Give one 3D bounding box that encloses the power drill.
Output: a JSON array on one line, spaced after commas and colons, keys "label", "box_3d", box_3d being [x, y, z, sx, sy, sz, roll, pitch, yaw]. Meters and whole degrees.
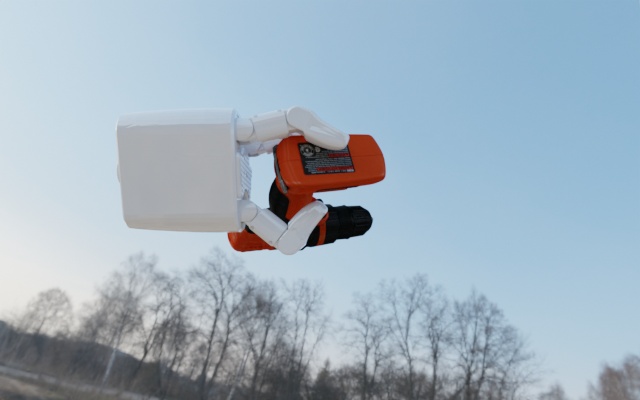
[{"label": "power drill", "box_3d": [0.000, 0.001, 0.523, 0.184, 0.057, 0.188, -6, -26, -23]}]
